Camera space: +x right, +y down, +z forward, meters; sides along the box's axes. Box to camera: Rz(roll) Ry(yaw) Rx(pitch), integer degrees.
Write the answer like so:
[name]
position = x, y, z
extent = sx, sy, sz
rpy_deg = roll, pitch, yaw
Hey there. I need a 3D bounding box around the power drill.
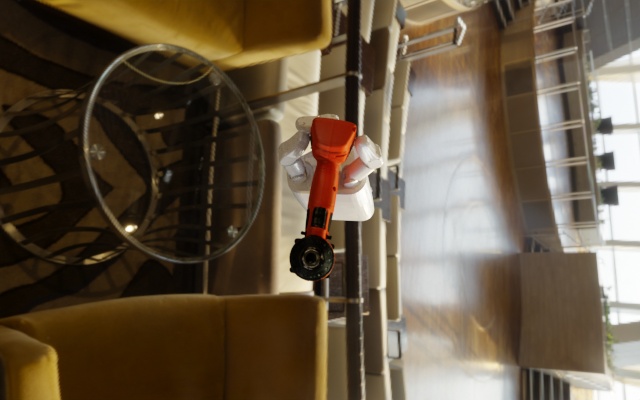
[power drill]
position = 0.000, 0.001, 0.568
extent = 0.057, 0.187, 0.184
rpy_deg = 11, -7, -1
